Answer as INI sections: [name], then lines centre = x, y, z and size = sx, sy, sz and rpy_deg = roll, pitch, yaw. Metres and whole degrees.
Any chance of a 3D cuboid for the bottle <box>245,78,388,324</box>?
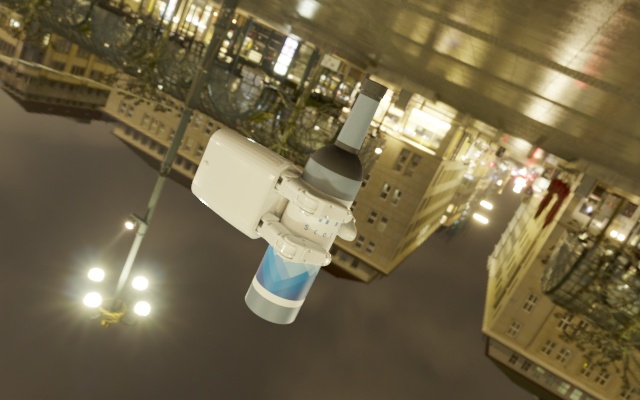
[bottle]
centre = 0.000, 0.002, 0.552
size = 0.069, 0.296, 0.069
rpy_deg = 24, 13, -6
